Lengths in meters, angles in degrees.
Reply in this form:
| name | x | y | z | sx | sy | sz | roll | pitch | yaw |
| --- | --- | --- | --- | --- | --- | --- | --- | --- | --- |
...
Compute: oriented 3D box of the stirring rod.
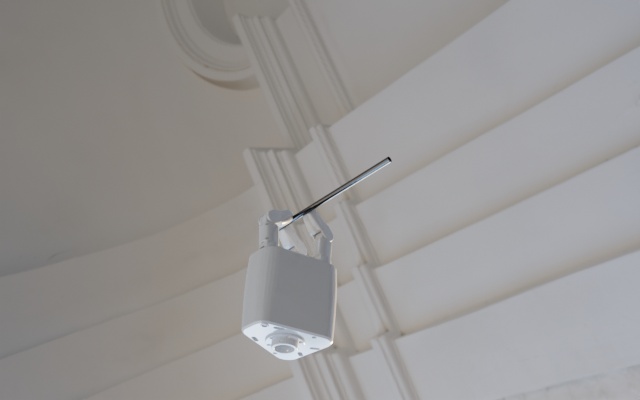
| name | x | y | z | sx | sy | sz | roll | pitch | yaw |
| --- | --- | --- | --- | --- | --- | --- | --- | --- | --- |
| stirring rod | 0.000 | 0.002 | 0.656 | 0.239 | 0.011 | 0.011 | -32 | -19 | 33 |
